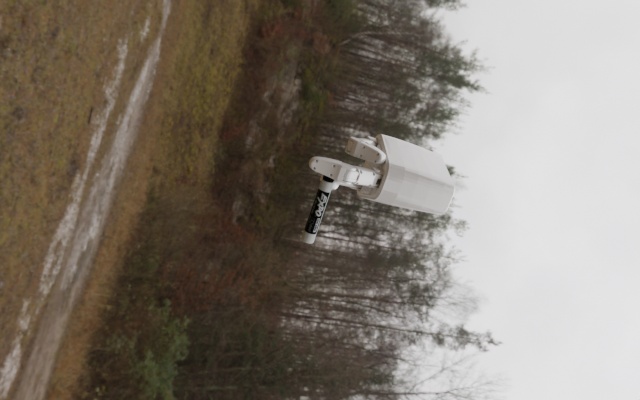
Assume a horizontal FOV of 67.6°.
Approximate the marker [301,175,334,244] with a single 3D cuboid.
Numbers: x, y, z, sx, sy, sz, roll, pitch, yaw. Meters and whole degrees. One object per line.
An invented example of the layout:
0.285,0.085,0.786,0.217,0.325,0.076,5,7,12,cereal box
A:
0.000,0.002,0.650,0.020,0.121,0.020,17,18,-6,marker
